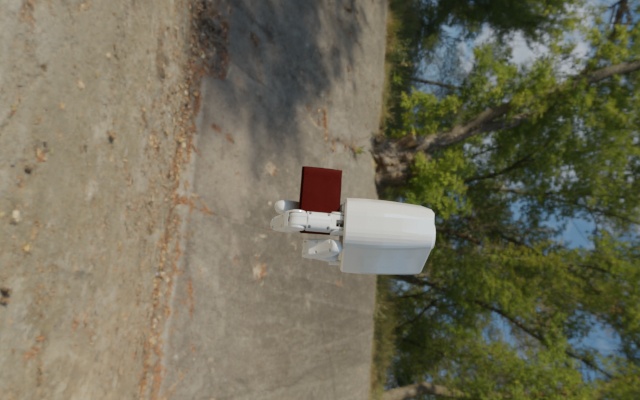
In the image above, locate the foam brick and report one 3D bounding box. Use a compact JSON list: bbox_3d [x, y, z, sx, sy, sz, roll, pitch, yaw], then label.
[{"bbox_3d":[0.000,0.002,0.612,0.051,0.078,0.053,3,-14,3],"label":"foam brick"}]
